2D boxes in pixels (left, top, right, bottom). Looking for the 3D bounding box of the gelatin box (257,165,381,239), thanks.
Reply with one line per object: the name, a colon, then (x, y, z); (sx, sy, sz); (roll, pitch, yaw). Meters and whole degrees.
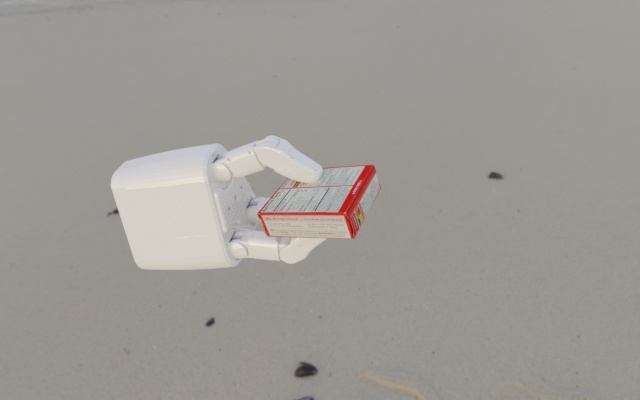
gelatin box: (0.000, 0.001, 0.423); (0.089, 0.030, 0.073); (-2, 34, 29)
